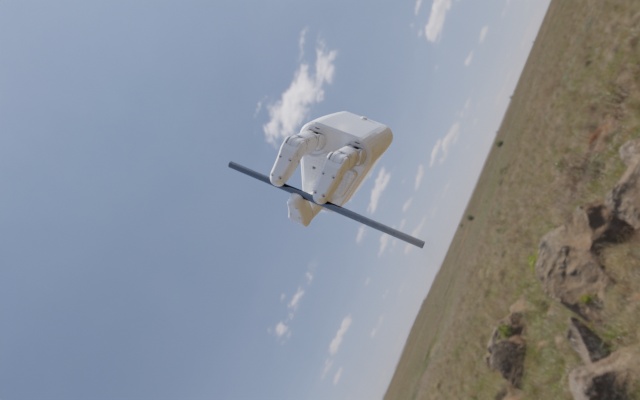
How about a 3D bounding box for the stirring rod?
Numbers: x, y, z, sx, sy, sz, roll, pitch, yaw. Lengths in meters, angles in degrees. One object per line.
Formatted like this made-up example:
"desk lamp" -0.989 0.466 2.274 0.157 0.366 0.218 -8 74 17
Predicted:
"stirring rod" 0.000 0.002 0.527 0.239 0.011 0.011 23 7 17
